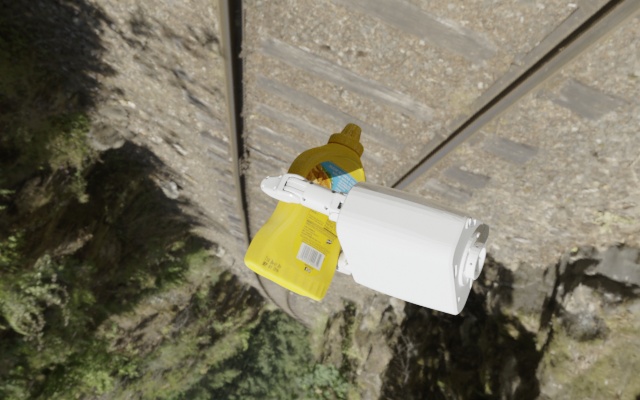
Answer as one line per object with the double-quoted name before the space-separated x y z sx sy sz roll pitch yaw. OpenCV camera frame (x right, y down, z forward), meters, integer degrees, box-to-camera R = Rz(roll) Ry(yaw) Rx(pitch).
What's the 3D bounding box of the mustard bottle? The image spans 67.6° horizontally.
"mustard bottle" 0.000 0.002 0.511 0.096 0.191 0.058 34 -17 -33
